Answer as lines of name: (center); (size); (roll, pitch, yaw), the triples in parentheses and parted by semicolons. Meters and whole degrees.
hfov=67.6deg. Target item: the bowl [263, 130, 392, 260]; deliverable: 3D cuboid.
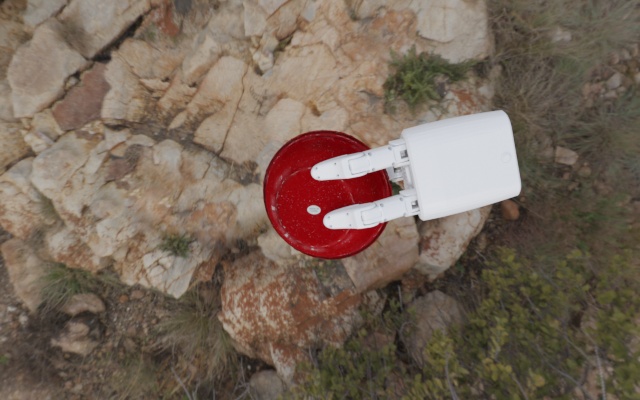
bowl: (-0.001, 0.002, 0.554); (0.162, 0.162, 0.055); (0, 15, 15)
